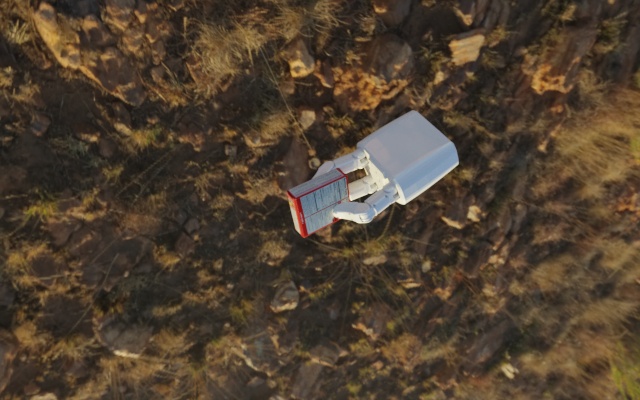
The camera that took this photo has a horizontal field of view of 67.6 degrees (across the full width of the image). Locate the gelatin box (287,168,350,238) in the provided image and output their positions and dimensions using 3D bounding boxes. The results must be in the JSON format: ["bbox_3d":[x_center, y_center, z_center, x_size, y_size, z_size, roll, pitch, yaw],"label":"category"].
[{"bbox_3d":[0.000,0.003,0.698,0.089,0.073,0.030,-26,40,-20],"label":"gelatin box"}]
